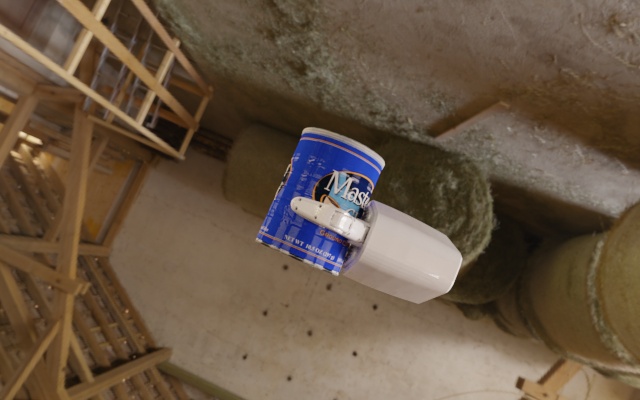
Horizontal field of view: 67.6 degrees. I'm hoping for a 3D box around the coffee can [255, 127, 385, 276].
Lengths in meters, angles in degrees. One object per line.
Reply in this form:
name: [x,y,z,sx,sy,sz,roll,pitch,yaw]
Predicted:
coffee can: [0.000,0.002,0.549,0.103,0.140,0.103,23,-6,3]
